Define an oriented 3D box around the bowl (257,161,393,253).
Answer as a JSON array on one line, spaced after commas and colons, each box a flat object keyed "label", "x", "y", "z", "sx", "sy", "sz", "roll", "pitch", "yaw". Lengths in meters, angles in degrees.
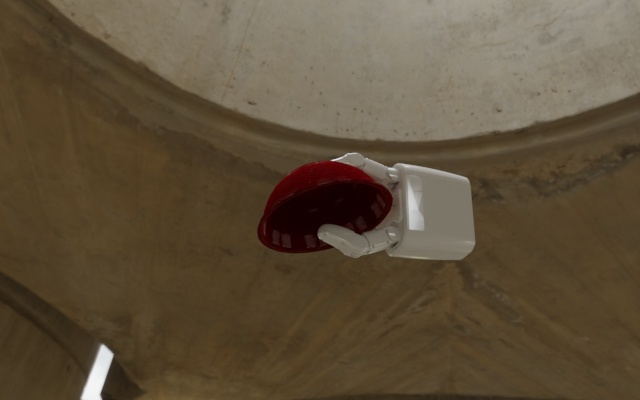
[{"label": "bowl", "x": -0.001, "y": 0.001, "z": 0.564, "sx": 0.162, "sy": 0.055, "sz": 0.162, "roll": -13, "pitch": -29, "yaw": -7}]
